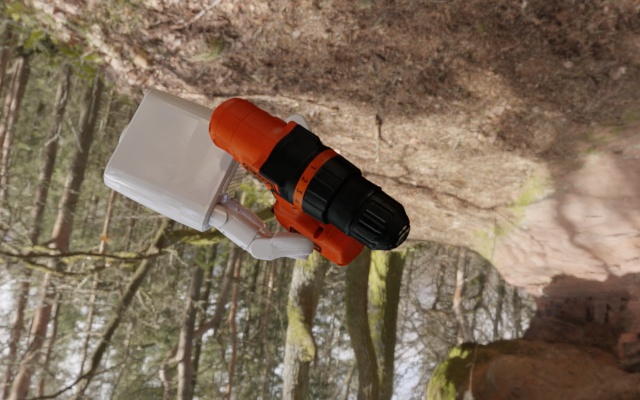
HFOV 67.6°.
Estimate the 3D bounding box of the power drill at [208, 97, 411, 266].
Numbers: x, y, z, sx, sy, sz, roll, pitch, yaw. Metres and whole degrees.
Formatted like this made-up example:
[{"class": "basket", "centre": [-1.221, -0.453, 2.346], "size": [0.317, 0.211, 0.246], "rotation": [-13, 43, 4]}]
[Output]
[{"class": "power drill", "centre": [0.000, 0.001, 0.430], "size": [0.184, 0.057, 0.188], "rotation": [36, -12, 20]}]
